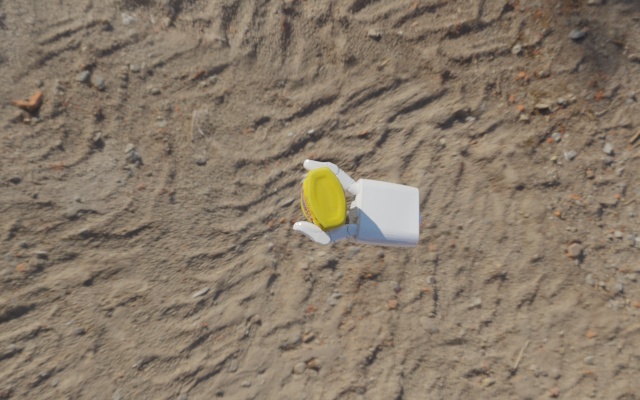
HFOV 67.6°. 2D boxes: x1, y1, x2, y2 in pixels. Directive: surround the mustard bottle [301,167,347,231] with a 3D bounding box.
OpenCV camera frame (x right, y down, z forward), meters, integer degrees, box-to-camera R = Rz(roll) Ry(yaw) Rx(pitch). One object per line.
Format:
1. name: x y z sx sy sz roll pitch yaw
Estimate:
1. mustard bottle: 0.000 0.003 0.811 0.058 0.096 0.191 -18 -2 -7
